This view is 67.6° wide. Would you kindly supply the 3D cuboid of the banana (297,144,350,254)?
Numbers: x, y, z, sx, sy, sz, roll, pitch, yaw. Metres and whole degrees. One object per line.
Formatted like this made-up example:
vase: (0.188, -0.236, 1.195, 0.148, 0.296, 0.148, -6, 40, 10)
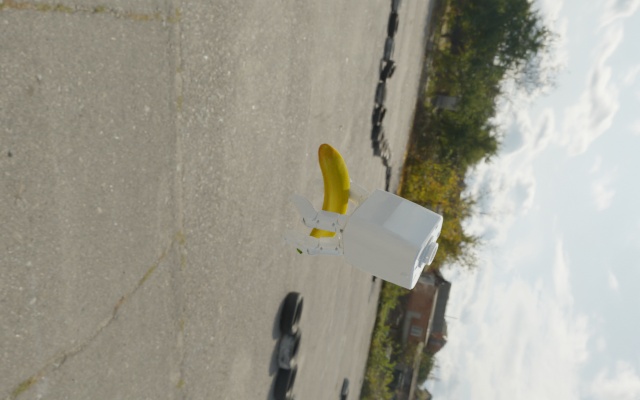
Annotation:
banana: (0.013, 0.000, 0.709, 0.069, 0.198, 0.037, -22, 46, -39)
